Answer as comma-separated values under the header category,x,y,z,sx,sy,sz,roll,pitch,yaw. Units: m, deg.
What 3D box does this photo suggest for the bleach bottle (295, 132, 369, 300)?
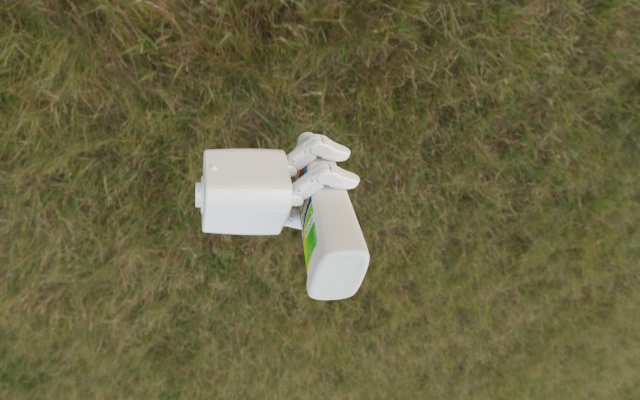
category,x,y,z,sx,sy,sz,roll,pitch,yaw
bleach bottle,0.000,0.002,0.649,0.068,0.250,0.103,1,-45,-16
